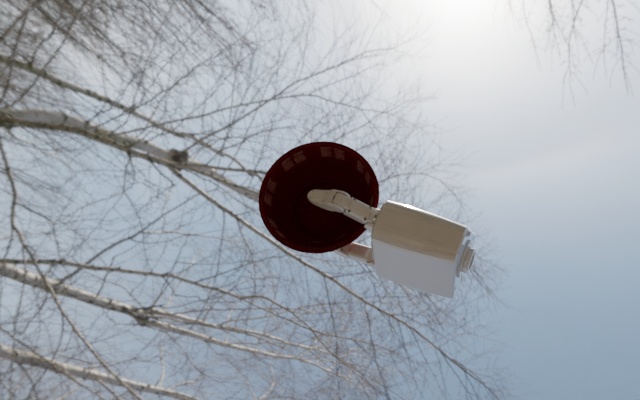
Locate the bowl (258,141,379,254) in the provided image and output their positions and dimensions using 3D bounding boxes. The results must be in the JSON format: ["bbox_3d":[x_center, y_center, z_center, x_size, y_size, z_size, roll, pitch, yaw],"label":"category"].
[{"bbox_3d":[-0.001,0.002,0.653,0.162,0.162,0.055,0,-23,9],"label":"bowl"}]
